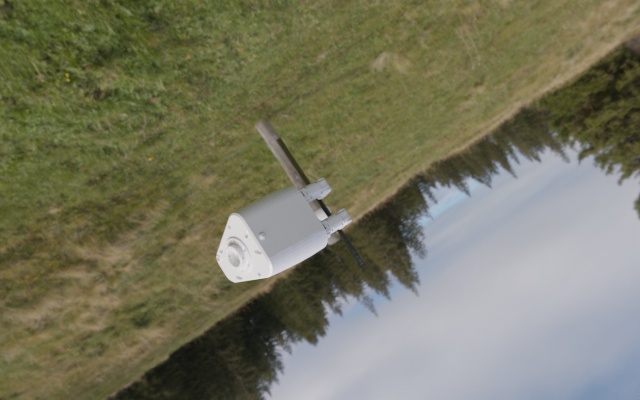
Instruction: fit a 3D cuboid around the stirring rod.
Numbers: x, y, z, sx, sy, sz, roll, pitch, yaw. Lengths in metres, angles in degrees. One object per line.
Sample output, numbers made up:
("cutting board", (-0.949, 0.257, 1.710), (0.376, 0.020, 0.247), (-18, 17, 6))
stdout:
("stirring rod", (0.000, 0.002, 0.739), (0.011, 0.239, 0.011), (-33, -7, -5))
